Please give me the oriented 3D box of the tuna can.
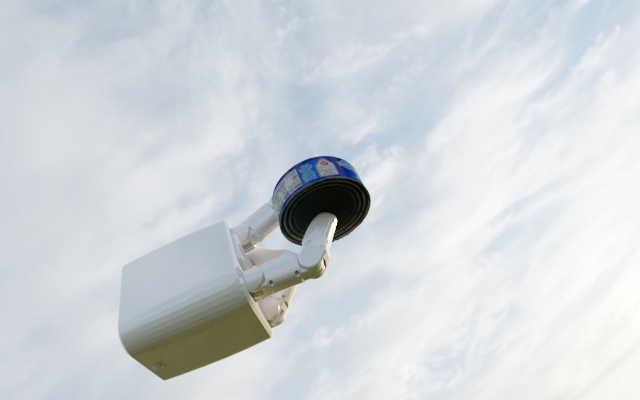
[{"bbox_3d":[0.000,0.001,0.435,0.086,0.086,0.033,0,43,-25],"label":"tuna can"}]
